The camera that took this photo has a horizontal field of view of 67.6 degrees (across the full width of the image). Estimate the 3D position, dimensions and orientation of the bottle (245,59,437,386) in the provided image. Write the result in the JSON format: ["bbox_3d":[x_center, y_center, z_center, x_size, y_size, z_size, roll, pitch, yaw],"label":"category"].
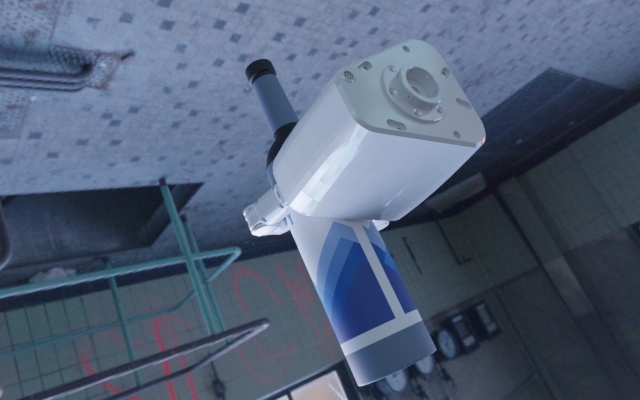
[{"bbox_3d":[0.000,0.002,0.410,0.069,0.295,0.069,-23,-18,-8],"label":"bottle"}]
